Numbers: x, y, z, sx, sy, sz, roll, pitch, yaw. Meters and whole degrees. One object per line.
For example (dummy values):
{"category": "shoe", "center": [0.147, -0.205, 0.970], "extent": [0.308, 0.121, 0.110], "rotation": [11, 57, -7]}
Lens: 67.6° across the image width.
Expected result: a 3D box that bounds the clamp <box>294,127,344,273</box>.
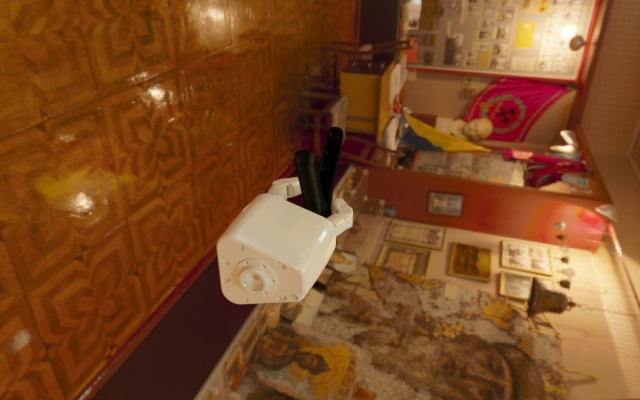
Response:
{"category": "clamp", "center": [0.001, 0.003, 0.676], "extent": [0.036, 0.210, 0.164], "rotation": [9, 28, 16]}
